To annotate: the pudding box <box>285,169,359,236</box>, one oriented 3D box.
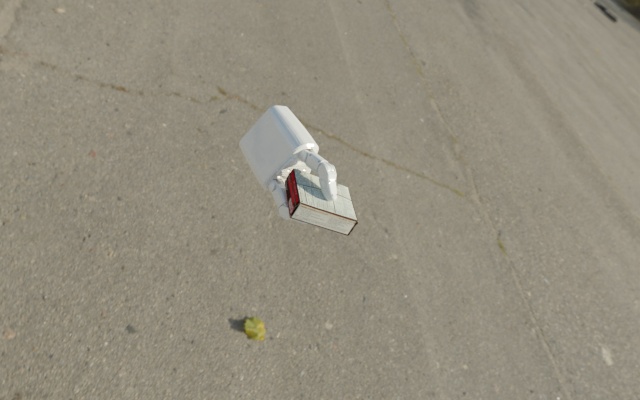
[{"bbox_3d":[0.000,0.002,0.781,0.113,0.039,0.090,17,37,-24],"label":"pudding box"}]
